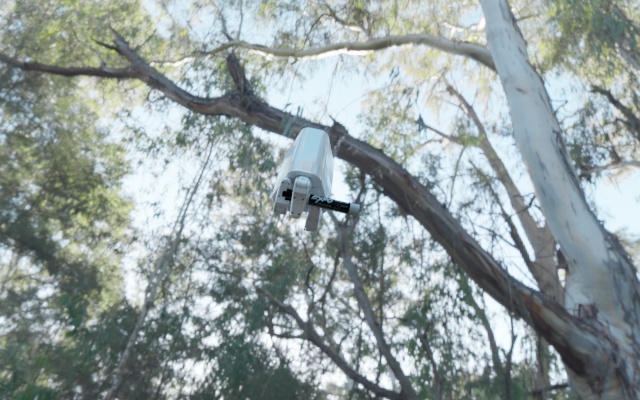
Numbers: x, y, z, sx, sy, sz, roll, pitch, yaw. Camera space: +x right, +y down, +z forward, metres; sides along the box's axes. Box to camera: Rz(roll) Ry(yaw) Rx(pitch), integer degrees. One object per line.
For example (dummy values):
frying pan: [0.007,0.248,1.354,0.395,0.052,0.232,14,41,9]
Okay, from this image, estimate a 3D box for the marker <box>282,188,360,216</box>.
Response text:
marker: [0.000,0.002,0.738,0.121,0.020,0.020,13,0,-2]
